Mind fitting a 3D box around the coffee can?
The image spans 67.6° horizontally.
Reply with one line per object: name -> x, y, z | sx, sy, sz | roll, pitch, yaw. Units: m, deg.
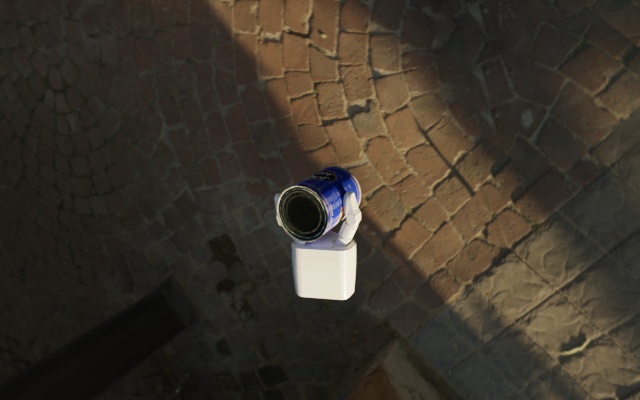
coffee can -> 0.000, 0.003, 0.872 | 0.103, 0.103, 0.140 | 0, 17, 29
